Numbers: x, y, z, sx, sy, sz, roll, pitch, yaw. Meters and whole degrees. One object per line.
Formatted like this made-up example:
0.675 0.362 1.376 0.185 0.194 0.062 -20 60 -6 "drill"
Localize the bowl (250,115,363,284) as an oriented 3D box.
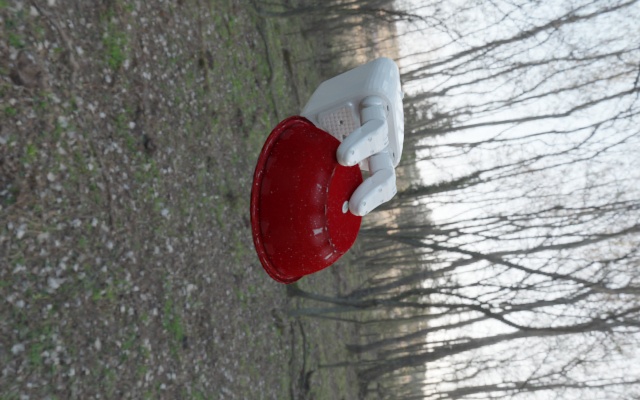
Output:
0.000 0.003 0.451 0.055 0.162 0.162 5 2 26 "bowl"
